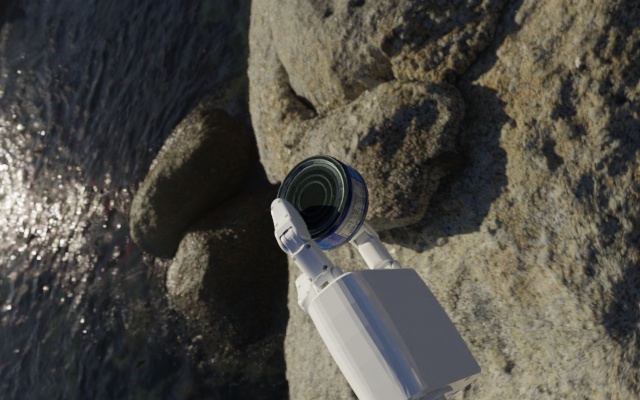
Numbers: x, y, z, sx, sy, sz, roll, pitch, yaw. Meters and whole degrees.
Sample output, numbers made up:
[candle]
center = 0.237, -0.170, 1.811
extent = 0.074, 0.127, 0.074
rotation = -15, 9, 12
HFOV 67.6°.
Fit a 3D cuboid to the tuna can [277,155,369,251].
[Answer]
[tuna can]
center = 0.000, 0.001, 0.445
extent = 0.086, 0.086, 0.034
rotation = 0, -16, 38
